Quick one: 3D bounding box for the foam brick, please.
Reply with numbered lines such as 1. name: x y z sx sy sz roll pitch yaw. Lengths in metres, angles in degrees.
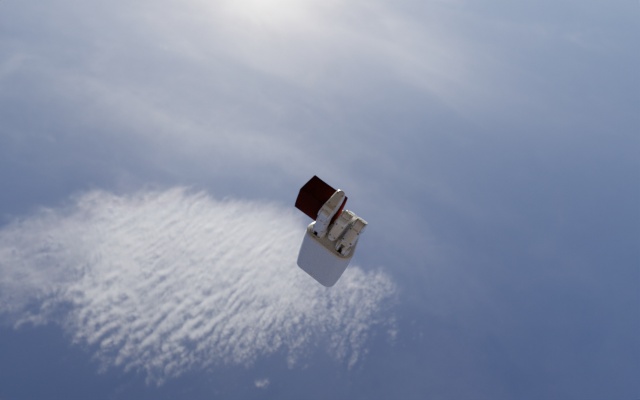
1. foam brick: 0.000 0.003 0.880 0.078 0.051 0.053 36 48 13
